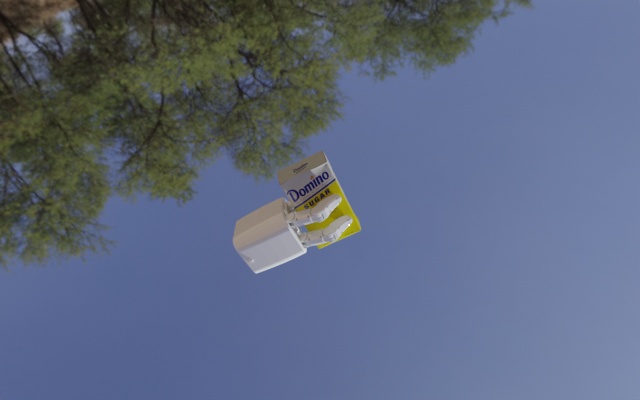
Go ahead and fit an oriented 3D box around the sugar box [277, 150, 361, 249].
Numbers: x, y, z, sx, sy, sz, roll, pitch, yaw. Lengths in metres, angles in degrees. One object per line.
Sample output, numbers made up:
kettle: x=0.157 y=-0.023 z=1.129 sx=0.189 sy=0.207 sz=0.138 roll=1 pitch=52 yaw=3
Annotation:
sugar box: x=0.000 y=0.003 z=0.870 sx=0.093 sy=0.176 sz=0.048 roll=-25 pitch=39 yaw=6
